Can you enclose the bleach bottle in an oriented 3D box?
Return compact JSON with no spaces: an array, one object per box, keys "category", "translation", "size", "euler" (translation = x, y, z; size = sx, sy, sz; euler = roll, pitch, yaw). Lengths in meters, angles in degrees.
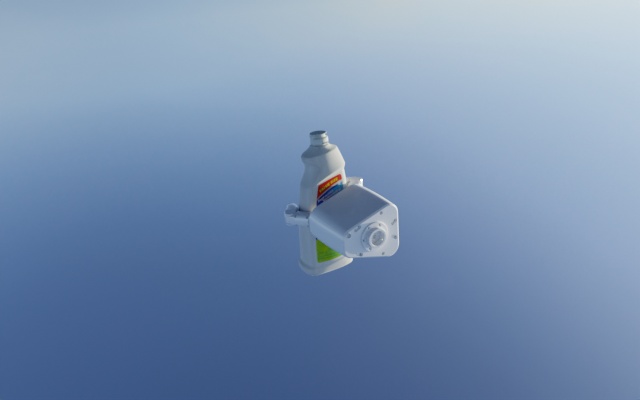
[{"category":"bleach bottle","translation":[0.000,0.003,0.850],"size":[0.102,0.251,0.068],"euler":[-16,24,-23]}]
